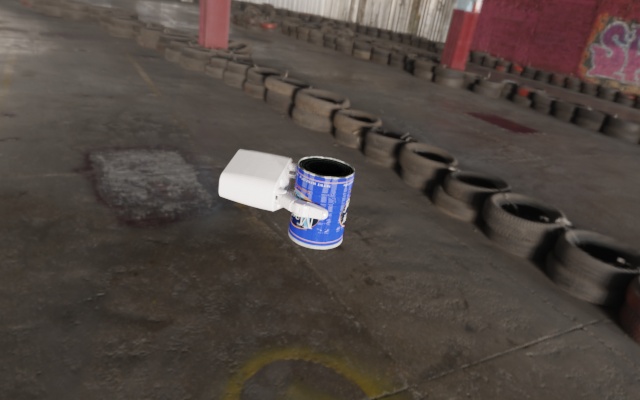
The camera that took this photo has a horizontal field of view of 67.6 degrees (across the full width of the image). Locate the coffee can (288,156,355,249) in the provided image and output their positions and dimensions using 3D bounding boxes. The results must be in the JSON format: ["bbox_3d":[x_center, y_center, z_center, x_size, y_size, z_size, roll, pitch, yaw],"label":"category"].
[{"bbox_3d":[0.000,0.003,0.865,0.103,0.140,0.102,8,24,-3],"label":"coffee can"}]
